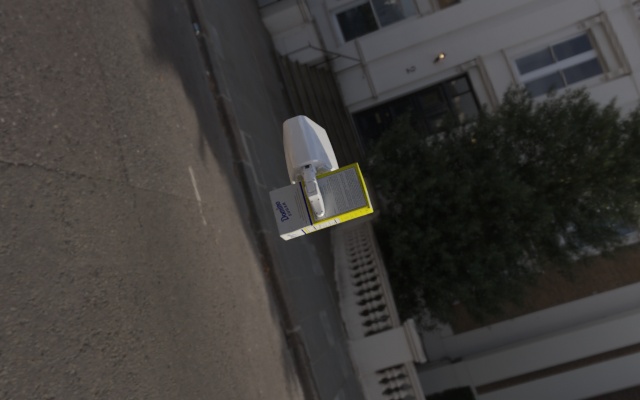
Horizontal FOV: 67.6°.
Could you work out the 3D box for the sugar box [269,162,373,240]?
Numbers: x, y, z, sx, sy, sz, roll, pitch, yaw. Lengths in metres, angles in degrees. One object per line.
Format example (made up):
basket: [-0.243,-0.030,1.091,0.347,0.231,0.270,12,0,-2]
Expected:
sugar box: [0.000,0.003,0.893,0.176,0.093,0.048,-18,-19,8]
